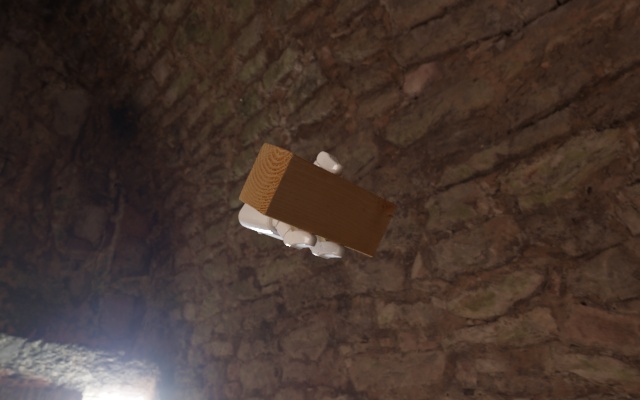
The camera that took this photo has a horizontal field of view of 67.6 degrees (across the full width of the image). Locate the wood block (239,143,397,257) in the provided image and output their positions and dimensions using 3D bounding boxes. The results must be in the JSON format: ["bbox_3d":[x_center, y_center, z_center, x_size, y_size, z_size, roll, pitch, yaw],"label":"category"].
[{"bbox_3d":[0.000,0.002,0.704,0.206,0.091,0.090,24,1,-36],"label":"wood block"}]
